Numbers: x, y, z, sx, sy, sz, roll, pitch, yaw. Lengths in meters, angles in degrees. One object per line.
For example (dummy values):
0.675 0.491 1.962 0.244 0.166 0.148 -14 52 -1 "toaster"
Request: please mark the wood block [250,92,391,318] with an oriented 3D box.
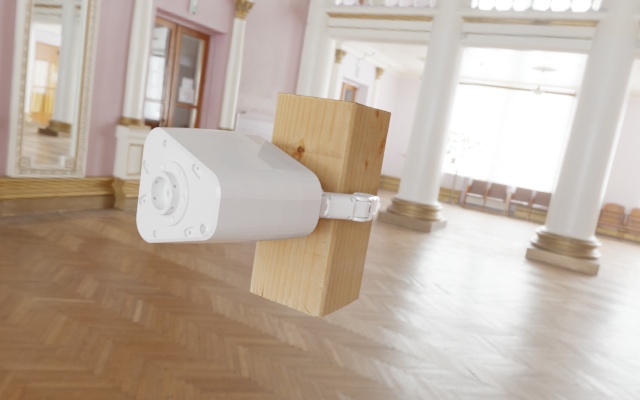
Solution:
0.000 0.002 0.497 0.091 0.206 0.090 14 10 29 "wood block"
